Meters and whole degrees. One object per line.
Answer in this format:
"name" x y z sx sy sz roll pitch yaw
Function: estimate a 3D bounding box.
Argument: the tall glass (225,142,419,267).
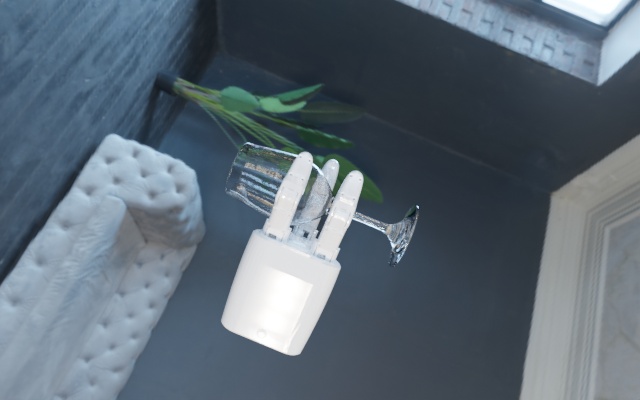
"tall glass" 0.001 0.002 0.526 0.201 0.079 0.079 23 0 0
